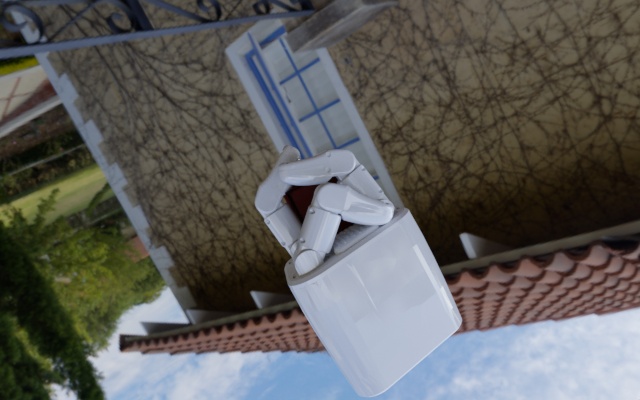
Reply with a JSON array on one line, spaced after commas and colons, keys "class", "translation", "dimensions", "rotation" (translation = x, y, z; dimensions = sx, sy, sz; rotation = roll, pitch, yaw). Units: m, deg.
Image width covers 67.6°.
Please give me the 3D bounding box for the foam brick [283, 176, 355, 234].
[{"class": "foam brick", "translation": [0.000, 0.001, 0.428], "dimensions": [0.053, 0.051, 0.078], "rotation": [-30, 7, -4]}]
